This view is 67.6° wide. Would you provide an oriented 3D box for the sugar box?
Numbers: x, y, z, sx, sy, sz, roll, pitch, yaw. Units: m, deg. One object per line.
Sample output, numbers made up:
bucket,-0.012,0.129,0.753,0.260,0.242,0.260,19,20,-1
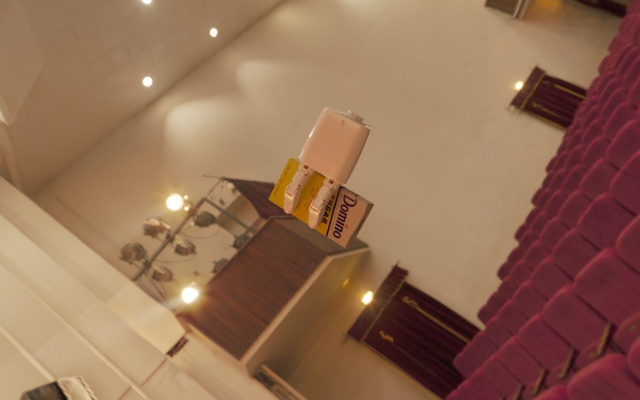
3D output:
sugar box,0.000,0.003,0.885,0.176,0.093,0.048,31,12,19
